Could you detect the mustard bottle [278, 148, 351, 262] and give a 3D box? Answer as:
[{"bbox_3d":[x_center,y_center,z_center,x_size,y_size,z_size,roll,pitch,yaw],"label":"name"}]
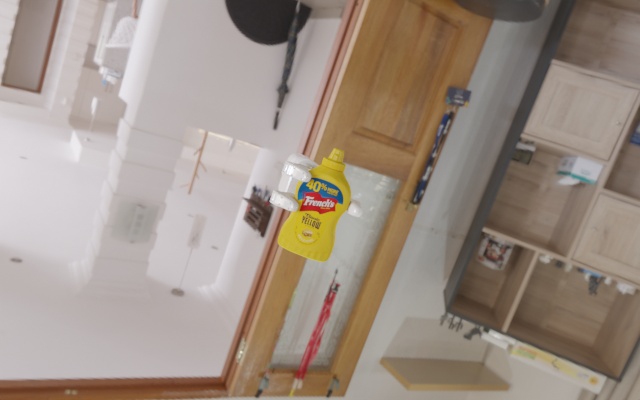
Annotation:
[{"bbox_3d":[0.000,0.003,0.824,0.096,0.191,0.058,21,9,8],"label":"mustard bottle"}]
